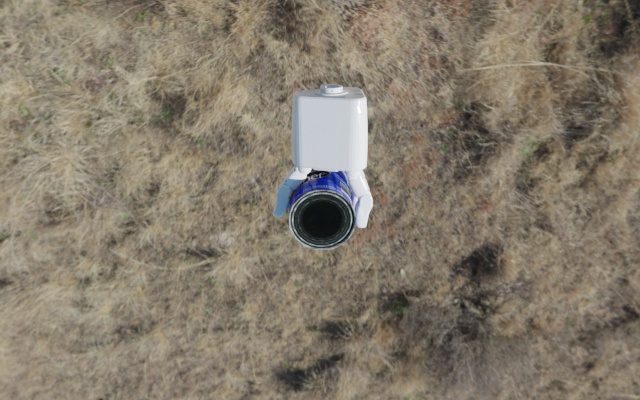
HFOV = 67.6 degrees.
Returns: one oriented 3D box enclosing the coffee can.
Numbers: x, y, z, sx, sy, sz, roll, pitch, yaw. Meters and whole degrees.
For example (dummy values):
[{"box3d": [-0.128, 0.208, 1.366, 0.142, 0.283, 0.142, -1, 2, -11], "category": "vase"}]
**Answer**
[{"box3d": [0.000, 0.003, 0.779, 0.103, 0.103, 0.140, 0, 24, -2], "category": "coffee can"}]
